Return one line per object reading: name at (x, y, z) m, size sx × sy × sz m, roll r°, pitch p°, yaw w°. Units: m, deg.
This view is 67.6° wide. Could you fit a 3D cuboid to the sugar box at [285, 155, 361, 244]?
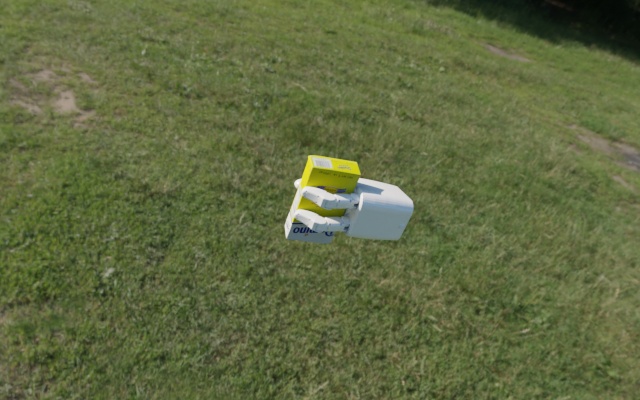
sugar box at (0.000, 0.003, 0.883) m, size 0.093 × 0.176 × 0.048 m, roll 8°, pitch 36°, yaw -16°
